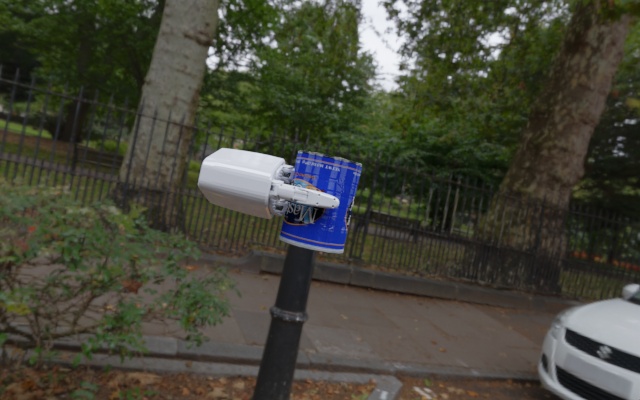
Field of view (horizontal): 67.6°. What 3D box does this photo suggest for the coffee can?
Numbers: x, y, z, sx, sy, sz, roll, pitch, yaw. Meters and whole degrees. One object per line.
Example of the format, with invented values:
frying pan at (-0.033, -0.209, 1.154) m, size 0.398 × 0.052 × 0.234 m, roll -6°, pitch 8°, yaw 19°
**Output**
coffee can at (0.000, 0.003, 0.740) m, size 0.103 × 0.140 × 0.103 m, roll 13°, pitch 1°, yaw 0°
